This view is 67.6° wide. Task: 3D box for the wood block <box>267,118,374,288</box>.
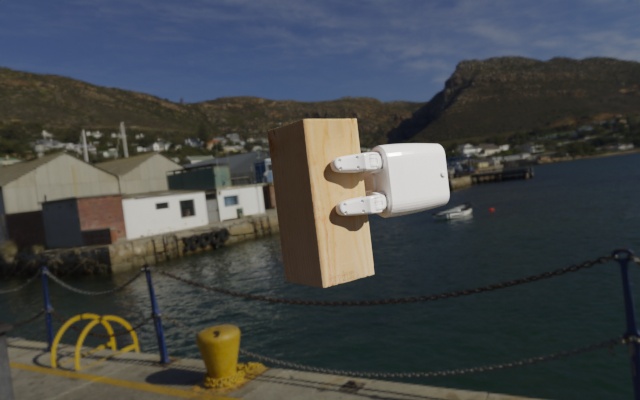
[{"bbox_3d":[0.000,0.002,0.636,0.090,0.206,0.091,-8,2,-36],"label":"wood block"}]
